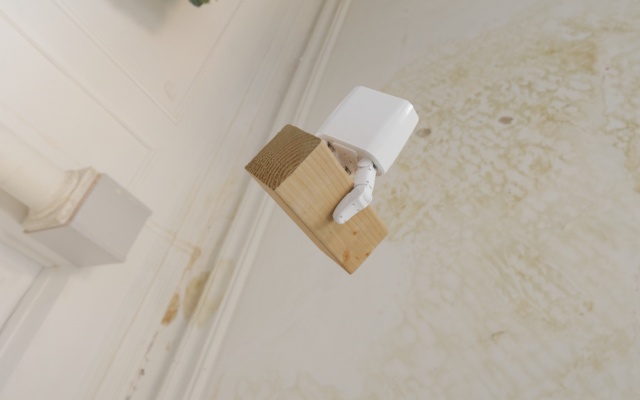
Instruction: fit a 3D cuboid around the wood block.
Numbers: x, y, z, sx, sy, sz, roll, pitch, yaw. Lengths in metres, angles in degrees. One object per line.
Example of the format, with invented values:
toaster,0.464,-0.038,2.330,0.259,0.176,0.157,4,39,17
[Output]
wood block,0.001,0.002,0.677,0.090,0.090,0.206,33,-13,50
